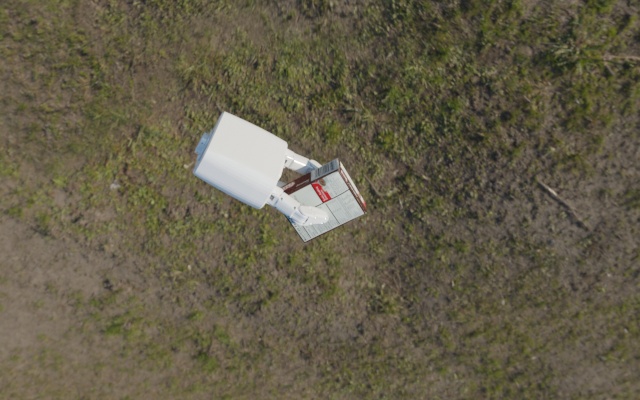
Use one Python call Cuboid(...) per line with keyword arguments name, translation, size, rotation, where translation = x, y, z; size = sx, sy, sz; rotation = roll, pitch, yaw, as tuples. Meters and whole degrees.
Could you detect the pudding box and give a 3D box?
Cuboid(name="pudding box", translation=(0.000, 0.002, 0.719), size=(0.113, 0.090, 0.039), rotation=(-26, 28, 16))
